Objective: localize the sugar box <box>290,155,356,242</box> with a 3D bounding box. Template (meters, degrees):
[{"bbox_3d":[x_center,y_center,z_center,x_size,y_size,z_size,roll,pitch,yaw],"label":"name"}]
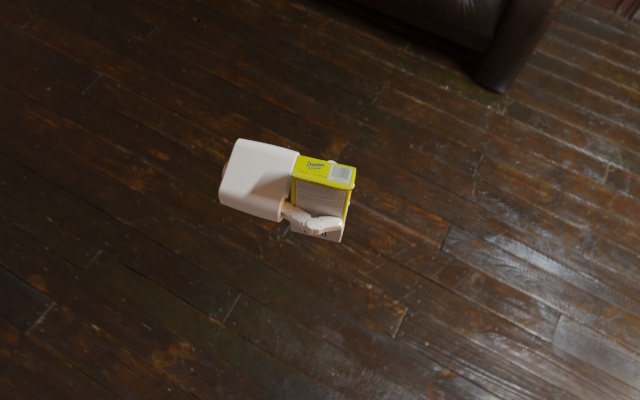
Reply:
[{"bbox_3d":[0.000,0.002,0.776,0.093,0.048,0.176,14,-29,4],"label":"sugar box"}]
